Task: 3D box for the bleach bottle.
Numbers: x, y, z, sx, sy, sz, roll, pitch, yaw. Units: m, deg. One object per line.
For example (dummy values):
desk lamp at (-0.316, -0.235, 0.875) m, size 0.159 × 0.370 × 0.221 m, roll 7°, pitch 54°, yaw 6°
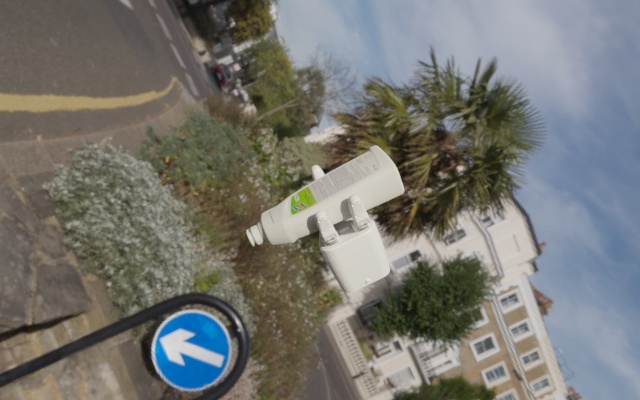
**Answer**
bleach bottle at (0.000, 0.002, 0.763) m, size 0.251 × 0.068 × 0.102 m, roll -25°, pitch 30°, yaw -2°
